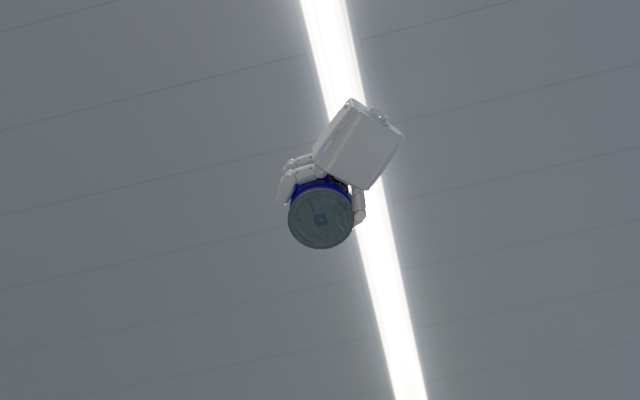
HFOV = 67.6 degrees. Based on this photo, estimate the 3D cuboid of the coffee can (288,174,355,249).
[{"bbox_3d":[0.000,0.003,0.792,0.103,0.103,0.140,0,24,-1],"label":"coffee can"}]
